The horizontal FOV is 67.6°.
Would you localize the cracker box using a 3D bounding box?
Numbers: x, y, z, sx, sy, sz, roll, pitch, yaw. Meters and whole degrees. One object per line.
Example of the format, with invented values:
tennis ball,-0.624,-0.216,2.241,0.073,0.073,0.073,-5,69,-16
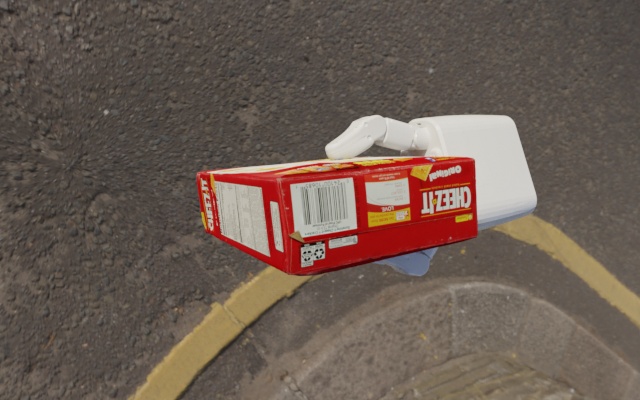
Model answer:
cracker box,0.000,0.001,0.419,0.164,0.072,0.213,-8,7,-27
